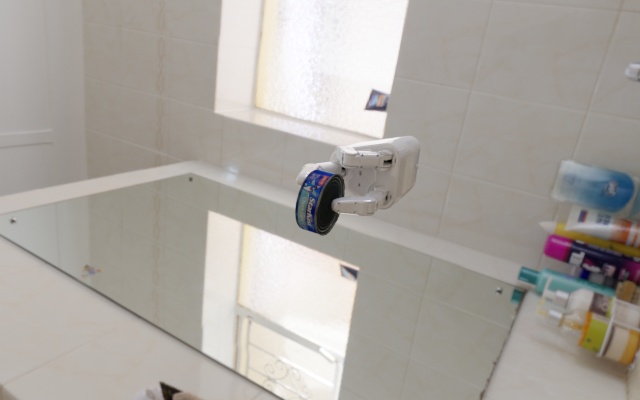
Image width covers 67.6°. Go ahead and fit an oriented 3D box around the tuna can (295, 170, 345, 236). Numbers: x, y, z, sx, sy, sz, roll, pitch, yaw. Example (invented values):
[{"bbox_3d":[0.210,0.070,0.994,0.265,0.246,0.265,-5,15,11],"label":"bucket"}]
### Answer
[{"bbox_3d":[0.000,0.002,0.644,0.034,0.086,0.086,16,6,22],"label":"tuna can"}]
